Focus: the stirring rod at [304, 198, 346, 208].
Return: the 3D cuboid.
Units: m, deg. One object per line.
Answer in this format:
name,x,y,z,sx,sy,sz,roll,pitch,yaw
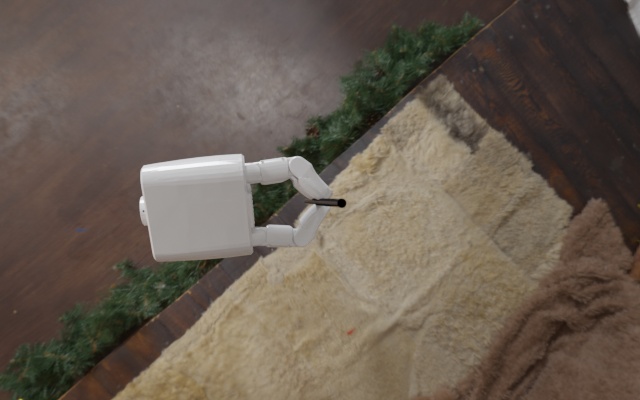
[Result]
stirring rod,0.000,0.002,0.523,0.011,0.011,0.239,0,0,-9
